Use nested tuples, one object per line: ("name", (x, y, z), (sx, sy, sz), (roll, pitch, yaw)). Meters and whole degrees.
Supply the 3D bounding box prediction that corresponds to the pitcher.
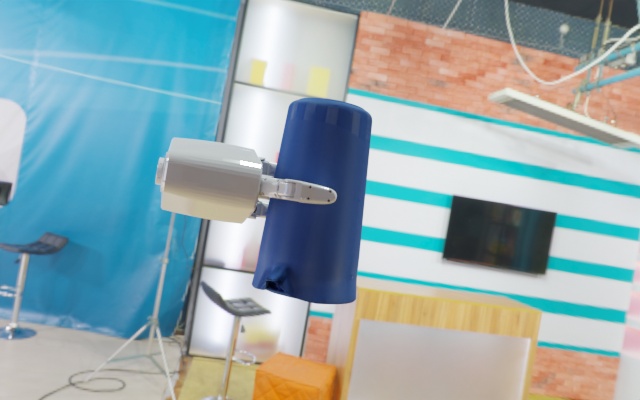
("pitcher", (0.000, 0.002, 0.613), (0.145, 0.243, 0.149), (9, 0, -17))
